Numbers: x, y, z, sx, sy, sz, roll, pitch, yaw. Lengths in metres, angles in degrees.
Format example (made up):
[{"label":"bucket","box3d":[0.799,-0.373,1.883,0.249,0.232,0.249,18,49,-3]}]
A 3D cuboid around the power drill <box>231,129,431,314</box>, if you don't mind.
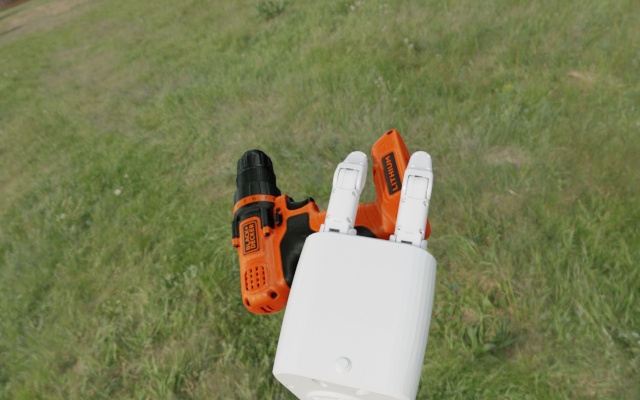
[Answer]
[{"label":"power drill","box3d":[0.000,0.002,0.464,0.188,0.184,0.057,-21,-33,17]}]
